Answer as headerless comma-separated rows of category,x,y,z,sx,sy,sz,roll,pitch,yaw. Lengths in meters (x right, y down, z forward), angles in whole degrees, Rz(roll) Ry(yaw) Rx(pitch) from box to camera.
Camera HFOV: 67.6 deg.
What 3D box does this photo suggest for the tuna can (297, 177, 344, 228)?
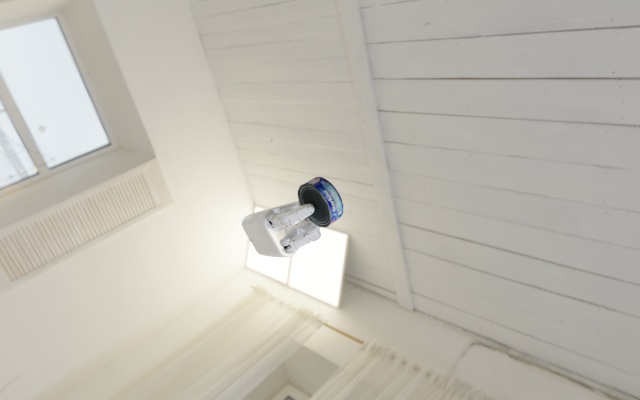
tuna can,0.001,0.002,0.829,0.033,0.086,0.086,-32,17,-30
